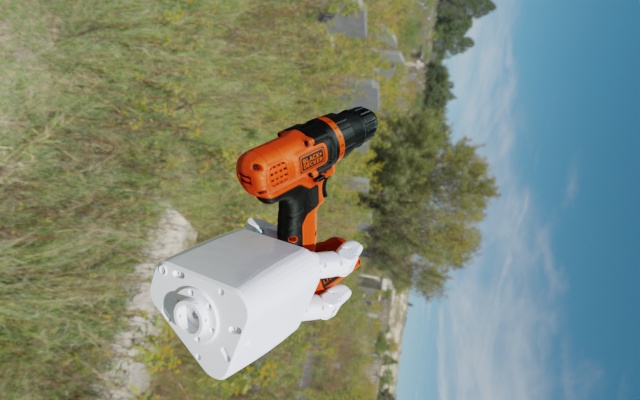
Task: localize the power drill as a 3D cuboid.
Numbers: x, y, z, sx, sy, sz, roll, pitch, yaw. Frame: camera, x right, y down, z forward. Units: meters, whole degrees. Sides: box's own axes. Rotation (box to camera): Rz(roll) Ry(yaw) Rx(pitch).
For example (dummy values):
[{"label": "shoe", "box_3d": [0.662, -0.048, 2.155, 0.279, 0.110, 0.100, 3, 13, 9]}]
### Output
[{"label": "power drill", "box_3d": [0.000, 0.002, 0.528, 0.184, 0.188, 0.057, -28, 34, -34]}]
